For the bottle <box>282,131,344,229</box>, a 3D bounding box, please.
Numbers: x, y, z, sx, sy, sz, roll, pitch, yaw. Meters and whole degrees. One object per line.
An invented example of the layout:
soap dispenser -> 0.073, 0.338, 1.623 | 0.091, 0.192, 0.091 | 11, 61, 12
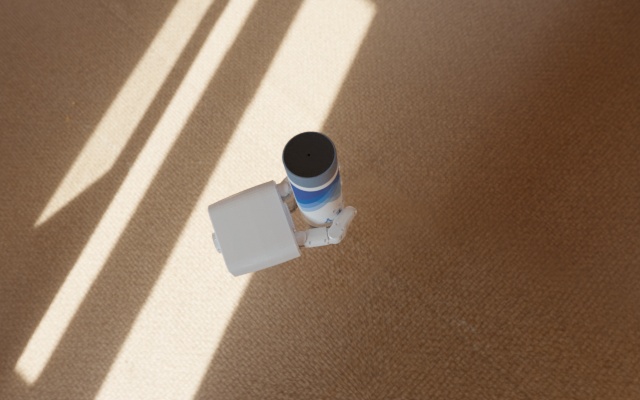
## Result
bottle -> 0.000, 0.002, 0.706 | 0.069, 0.069, 0.296 | 0, -23, 6
